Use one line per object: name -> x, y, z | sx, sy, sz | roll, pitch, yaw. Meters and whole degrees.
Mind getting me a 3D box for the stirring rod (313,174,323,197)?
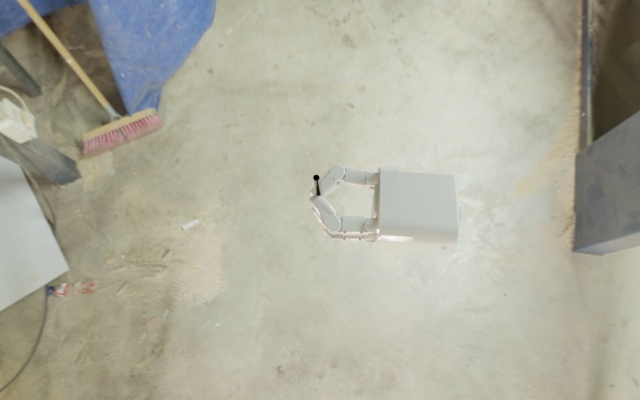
stirring rod -> 0.000, 0.002, 0.683 | 0.011, 0.011, 0.239 | 0, -14, 2
